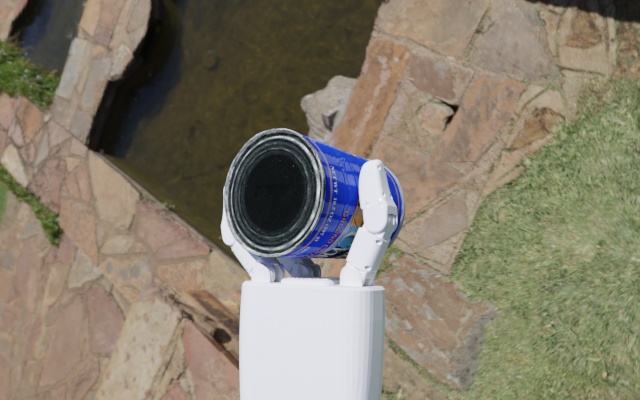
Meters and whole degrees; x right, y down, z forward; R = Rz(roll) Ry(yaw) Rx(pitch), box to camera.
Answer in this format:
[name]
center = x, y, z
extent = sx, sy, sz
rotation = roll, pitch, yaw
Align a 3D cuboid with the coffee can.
[coffee can]
center = 0.000, 0.001, 0.429
extent = 0.103, 0.103, 0.140
rotation = 0, -7, 35
